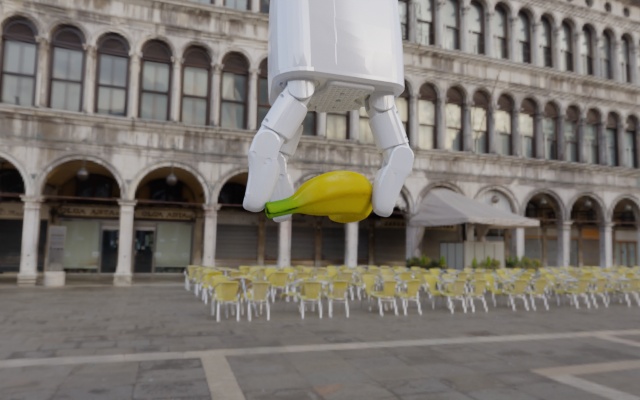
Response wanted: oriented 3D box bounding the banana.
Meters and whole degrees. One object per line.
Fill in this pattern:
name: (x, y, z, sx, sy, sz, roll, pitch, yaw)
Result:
banana: (0.017, -0.001, 0.428, 0.069, 0.037, 0.198, -7, -7, 16)
